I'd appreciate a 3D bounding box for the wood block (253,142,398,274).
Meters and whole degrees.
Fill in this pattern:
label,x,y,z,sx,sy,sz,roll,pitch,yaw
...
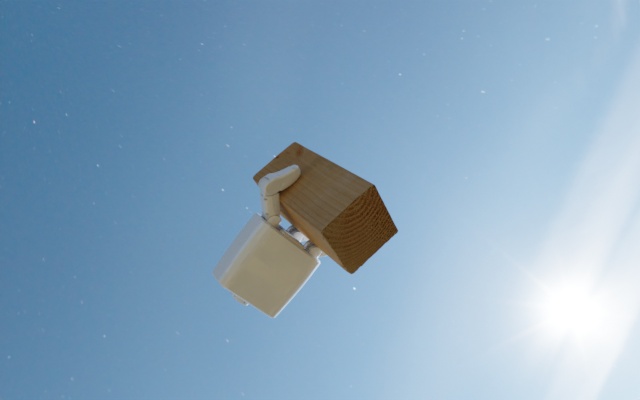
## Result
label,x,y,z,sx,sy,sz,roll,pitch,yaw
wood block,0.000,0.002,0.672,0.090,0.091,0.206,-41,37,-11
